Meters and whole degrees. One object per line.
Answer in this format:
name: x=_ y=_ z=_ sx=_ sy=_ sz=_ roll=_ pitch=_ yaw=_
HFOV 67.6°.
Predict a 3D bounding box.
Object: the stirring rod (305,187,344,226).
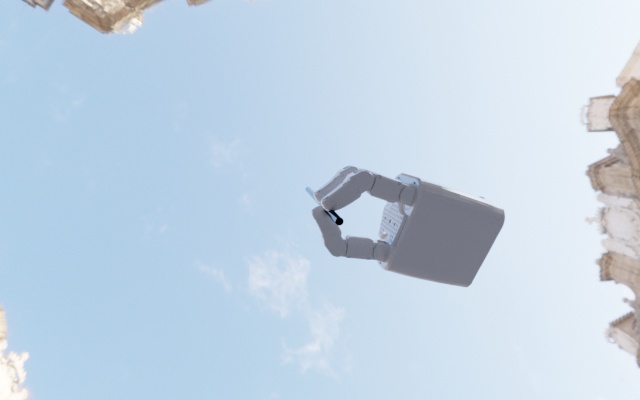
stirring rod: x=0.000 y=0.002 z=0.567 sx=0.011 sy=0.011 sz=0.239 roll=0 pitch=9 yaw=-9
